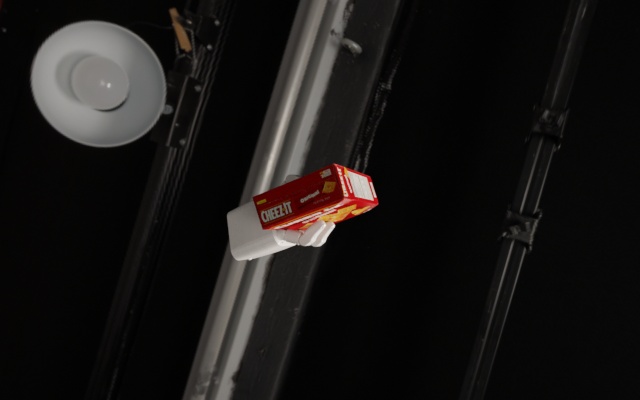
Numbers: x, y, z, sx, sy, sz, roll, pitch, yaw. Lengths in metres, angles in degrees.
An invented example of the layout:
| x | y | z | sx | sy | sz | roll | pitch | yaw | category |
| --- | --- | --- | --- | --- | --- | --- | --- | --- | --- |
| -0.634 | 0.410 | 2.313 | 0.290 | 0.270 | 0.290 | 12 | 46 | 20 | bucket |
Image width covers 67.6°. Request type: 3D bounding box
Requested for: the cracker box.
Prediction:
| x | y | z | sx | sy | sz | roll | pitch | yaw | category |
| --- | --- | --- | --- | --- | --- | --- | --- | --- | --- |
| 0.000 | 0.003 | 0.898 | 0.164 | 0.072 | 0.214 | -22 | -11 | 20 | cracker box |
